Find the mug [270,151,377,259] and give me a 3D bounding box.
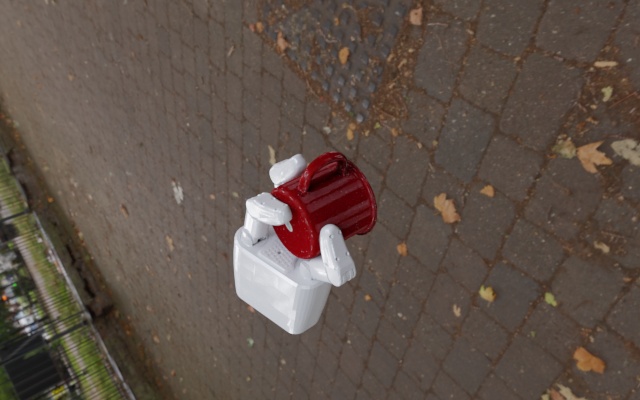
[{"bbox_3d":[0.000,0.001,0.493,0.081,0.117,0.093,-26,54,-31],"label":"mug"}]
